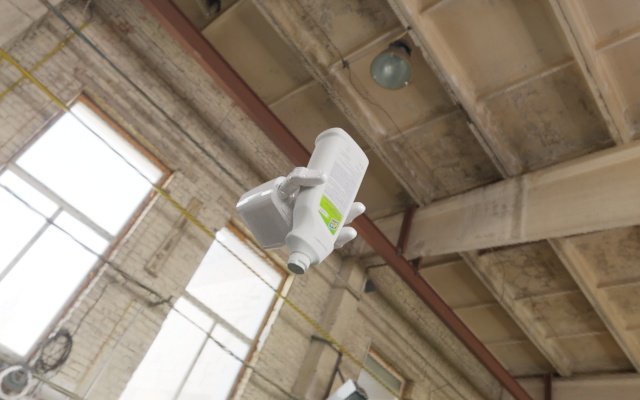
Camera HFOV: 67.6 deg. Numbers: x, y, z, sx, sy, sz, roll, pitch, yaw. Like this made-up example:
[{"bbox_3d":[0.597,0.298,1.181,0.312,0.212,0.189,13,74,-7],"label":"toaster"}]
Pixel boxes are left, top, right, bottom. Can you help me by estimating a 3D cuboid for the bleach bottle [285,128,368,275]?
[{"bbox_3d":[0.000,0.003,0.765,0.068,0.250,0.103,-19,-54,43],"label":"bleach bottle"}]
